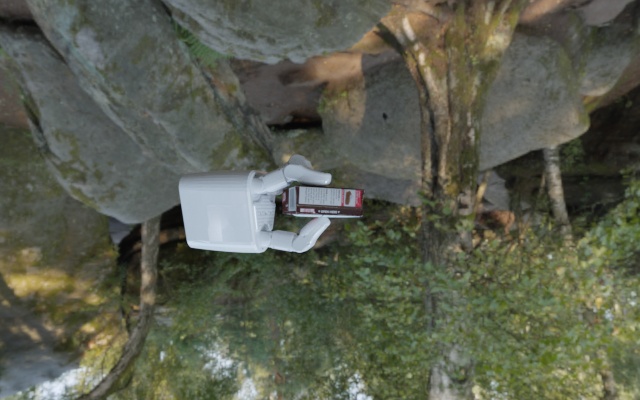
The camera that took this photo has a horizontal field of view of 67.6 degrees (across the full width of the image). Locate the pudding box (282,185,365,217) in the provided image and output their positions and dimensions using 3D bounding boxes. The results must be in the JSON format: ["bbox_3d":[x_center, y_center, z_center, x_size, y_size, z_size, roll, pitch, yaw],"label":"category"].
[{"bbox_3d":[0.000,0.002,0.640,0.090,0.039,0.113,2,0,-12],"label":"pudding box"}]
